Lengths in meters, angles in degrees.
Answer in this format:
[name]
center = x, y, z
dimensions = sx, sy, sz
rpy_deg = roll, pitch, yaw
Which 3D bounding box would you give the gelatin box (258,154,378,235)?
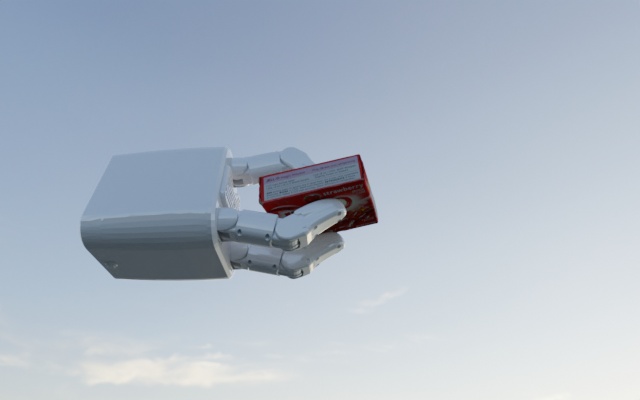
[gelatin box]
center = 0.000, 0.001, 0.411
dimensions = 0.089, 0.030, 0.073
rpy_deg = -13, -34, 9
